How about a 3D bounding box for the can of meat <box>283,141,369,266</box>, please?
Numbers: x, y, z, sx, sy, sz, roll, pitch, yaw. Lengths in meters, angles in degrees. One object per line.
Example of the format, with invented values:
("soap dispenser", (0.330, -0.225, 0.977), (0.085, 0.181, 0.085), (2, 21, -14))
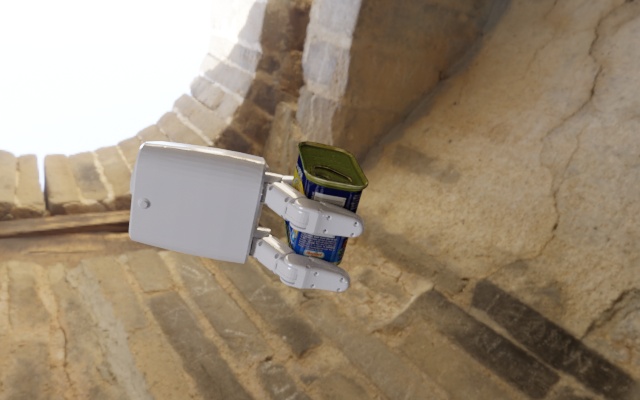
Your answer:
("can of meat", (0.000, 0.002, 0.451), (0.057, 0.084, 0.102), (10, 23, -13))
